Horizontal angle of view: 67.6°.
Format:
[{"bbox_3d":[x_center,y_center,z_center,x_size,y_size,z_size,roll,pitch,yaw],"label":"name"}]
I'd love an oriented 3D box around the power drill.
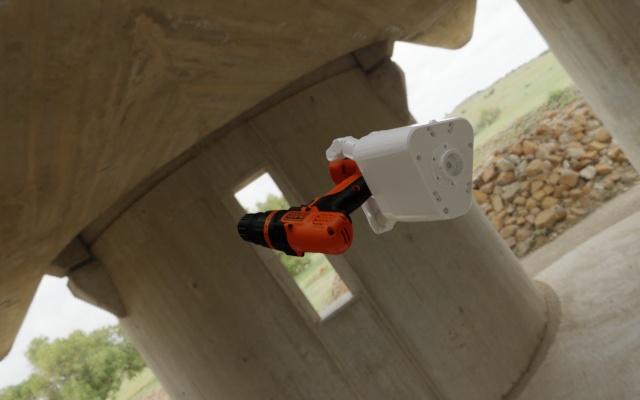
[{"bbox_3d":[0.001,0.002,0.634,0.184,0.057,0.187,3,37,42],"label":"power drill"}]
